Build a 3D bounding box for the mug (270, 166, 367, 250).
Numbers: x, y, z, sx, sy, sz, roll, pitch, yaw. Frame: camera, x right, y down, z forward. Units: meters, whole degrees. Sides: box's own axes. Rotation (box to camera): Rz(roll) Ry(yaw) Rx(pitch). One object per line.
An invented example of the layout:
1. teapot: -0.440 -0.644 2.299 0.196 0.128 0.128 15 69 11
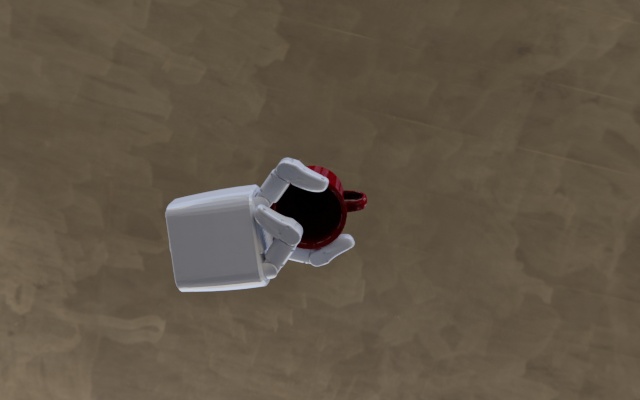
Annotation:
1. mug: 0.002 0.002 0.603 0.117 0.093 0.081 -7 17 7
